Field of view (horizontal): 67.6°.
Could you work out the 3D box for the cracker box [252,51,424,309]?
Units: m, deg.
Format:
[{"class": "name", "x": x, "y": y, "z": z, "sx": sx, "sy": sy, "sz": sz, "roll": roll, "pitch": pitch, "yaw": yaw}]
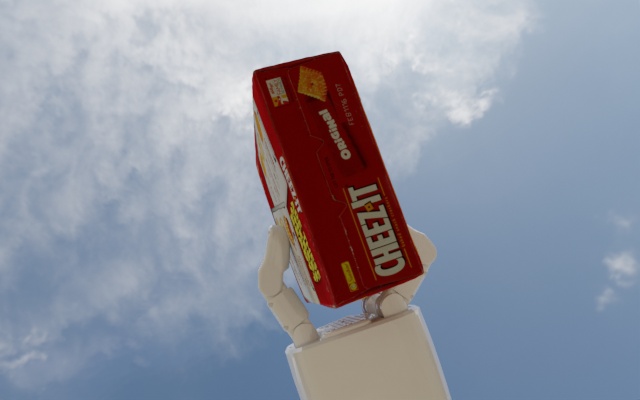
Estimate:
[{"class": "cracker box", "x": 0.000, "y": 0.001, "z": 0.407, "sx": 0.072, "sy": 0.164, "sz": 0.214, "roll": -19, "pitch": -8, "yaw": -11}]
